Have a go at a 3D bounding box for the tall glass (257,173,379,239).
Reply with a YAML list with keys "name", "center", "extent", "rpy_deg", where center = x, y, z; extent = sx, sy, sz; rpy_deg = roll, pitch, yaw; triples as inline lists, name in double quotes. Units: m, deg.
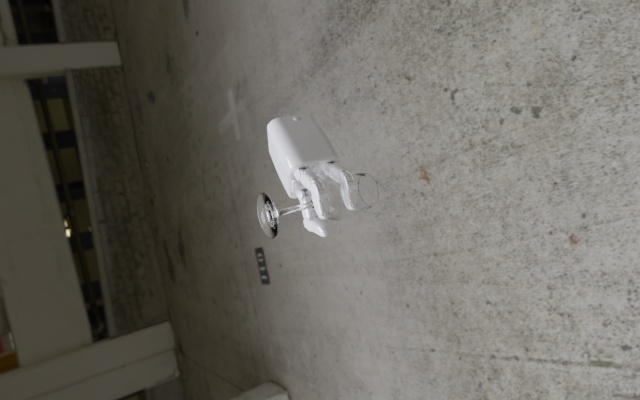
- name: "tall glass"
  center: [0.000, 0.003, 0.798]
  extent: [0.201, 0.079, 0.079]
  rpy_deg: [-14, 7, -29]
